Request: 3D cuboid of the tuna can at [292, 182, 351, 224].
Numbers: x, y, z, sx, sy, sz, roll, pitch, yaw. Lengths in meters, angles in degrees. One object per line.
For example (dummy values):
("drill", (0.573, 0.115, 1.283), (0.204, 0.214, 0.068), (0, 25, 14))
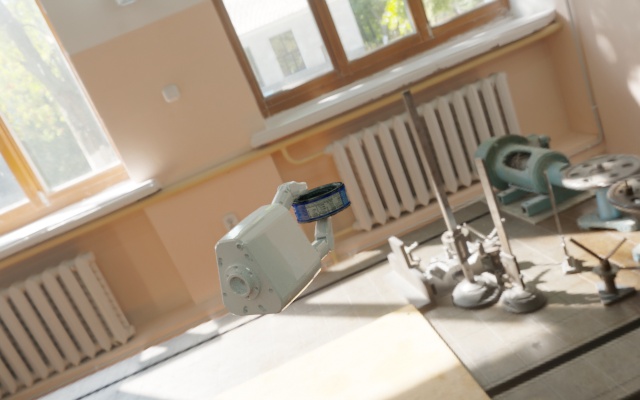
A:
("tuna can", (0.000, 0.002, 0.708), (0.086, 0.034, 0.086), (-19, 10, 4))
